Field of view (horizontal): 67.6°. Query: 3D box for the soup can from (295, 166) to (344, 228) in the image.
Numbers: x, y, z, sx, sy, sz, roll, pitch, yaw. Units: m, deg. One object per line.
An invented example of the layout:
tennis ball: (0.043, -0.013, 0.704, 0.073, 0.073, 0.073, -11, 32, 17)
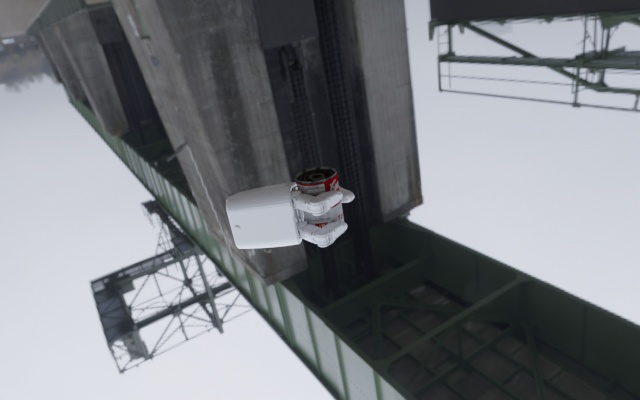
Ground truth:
soup can: (0.001, 0.003, 0.782, 0.068, 0.102, 0.068, -8, 24, 4)
